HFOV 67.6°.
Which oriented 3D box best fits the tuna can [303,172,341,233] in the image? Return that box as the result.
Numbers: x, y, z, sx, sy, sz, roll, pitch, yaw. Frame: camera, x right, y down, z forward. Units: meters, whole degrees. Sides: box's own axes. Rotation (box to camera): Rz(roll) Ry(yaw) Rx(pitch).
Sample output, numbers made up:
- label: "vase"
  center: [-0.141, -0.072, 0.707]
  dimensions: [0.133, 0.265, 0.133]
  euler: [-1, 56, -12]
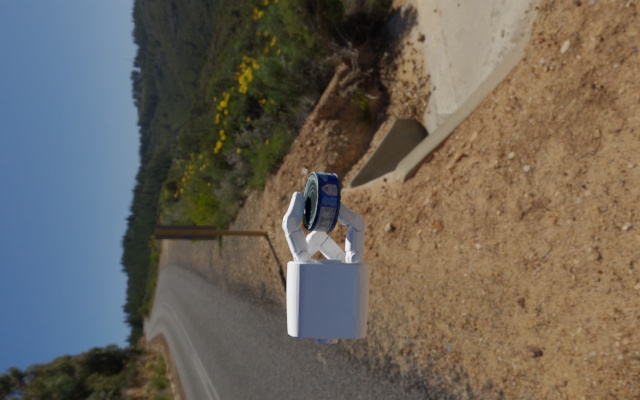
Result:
- label: "tuna can"
  center: [0.000, 0.002, 0.682]
  dimensions: [0.034, 0.086, 0.086]
  euler: [6, -2, -16]
